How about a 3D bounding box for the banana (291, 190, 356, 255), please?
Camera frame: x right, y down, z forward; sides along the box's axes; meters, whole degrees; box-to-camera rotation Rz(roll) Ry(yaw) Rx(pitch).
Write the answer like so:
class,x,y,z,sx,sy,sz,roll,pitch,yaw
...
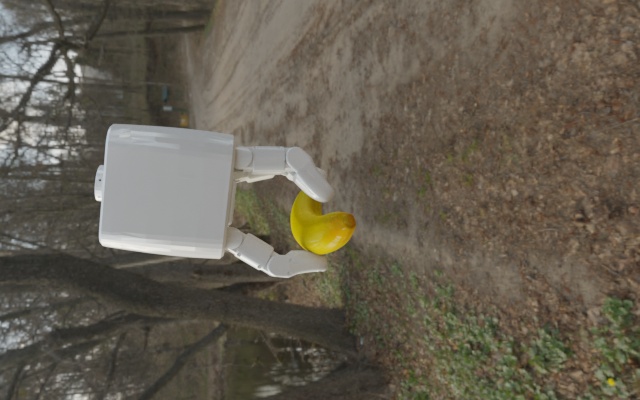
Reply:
class,x,y,z,sx,sy,sz,roll,pitch,yaw
banana,-0.005,0.018,0.493,0.037,0.070,0.197,11,14,-13
